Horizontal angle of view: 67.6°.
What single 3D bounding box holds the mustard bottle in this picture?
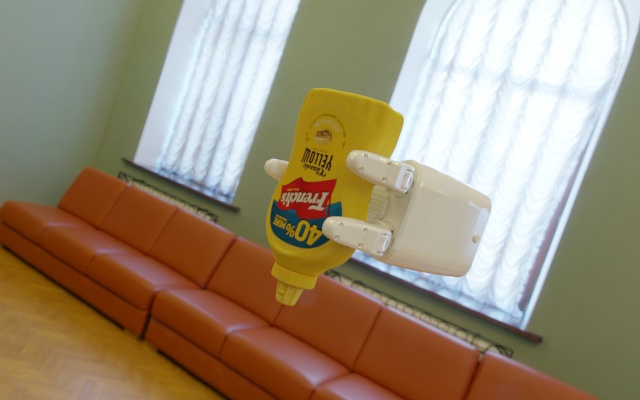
[{"bbox_3d":[0.000,0.001,0.425,0.096,0.191,0.058,21,3,36],"label":"mustard bottle"}]
